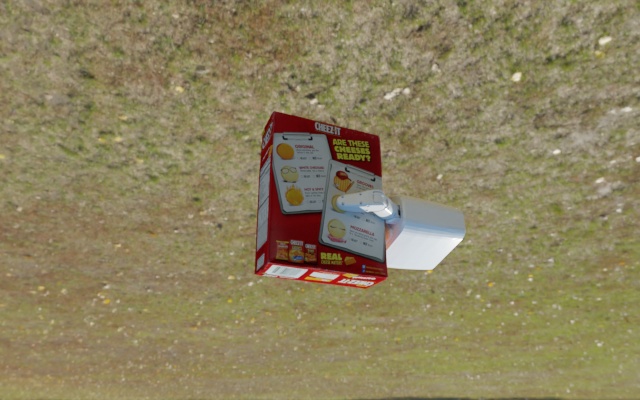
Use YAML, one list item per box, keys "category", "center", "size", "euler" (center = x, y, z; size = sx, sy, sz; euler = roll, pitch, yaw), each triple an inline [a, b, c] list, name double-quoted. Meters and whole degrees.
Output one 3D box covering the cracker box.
- category: "cracker box"
  center: [0.000, 0.002, 0.644]
  size: [0.164, 0.213, 0.072]
  euler: [10, -27, -22]
